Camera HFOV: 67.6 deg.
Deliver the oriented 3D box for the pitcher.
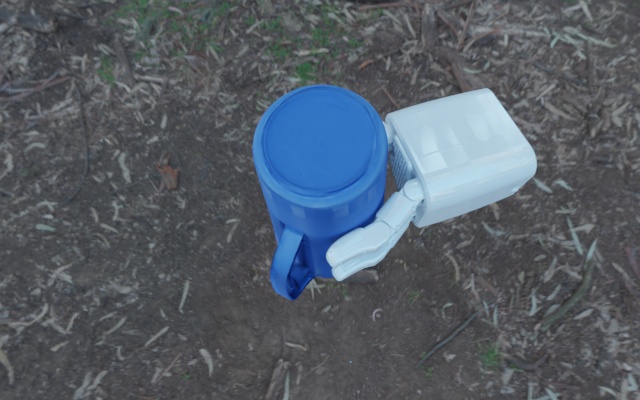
[{"bbox_3d":[0.000,0.001,0.479,0.145,0.149,0.243,-17,-19,-3],"label":"pitcher"}]
